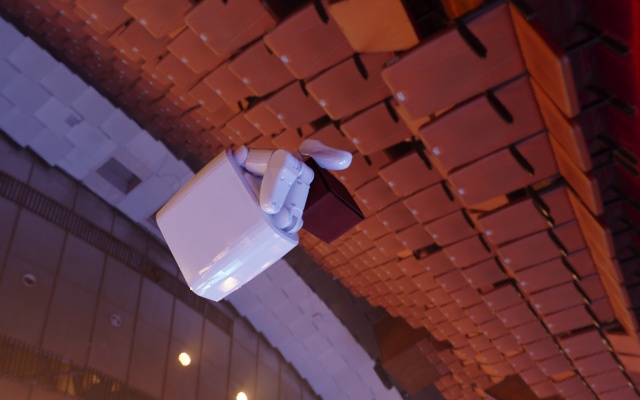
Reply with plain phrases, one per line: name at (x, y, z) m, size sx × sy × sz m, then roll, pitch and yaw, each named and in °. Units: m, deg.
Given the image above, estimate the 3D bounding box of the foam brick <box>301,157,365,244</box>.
foam brick at (0.000, 0.002, 0.507) m, size 0.051 × 0.053 × 0.078 m, roll -38°, pitch -38°, yaw 12°
